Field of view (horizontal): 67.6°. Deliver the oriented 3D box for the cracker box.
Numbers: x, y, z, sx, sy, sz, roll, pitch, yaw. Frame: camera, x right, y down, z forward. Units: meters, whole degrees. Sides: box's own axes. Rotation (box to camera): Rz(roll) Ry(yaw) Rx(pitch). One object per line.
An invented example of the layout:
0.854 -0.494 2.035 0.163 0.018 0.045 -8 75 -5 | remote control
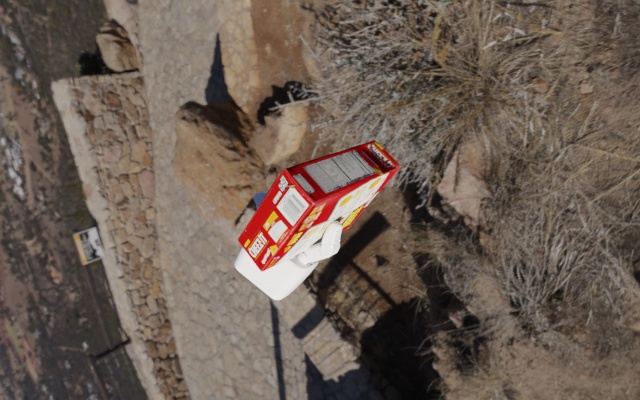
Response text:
0.000 0.003 0.714 0.213 0.072 0.164 -23 -22 -47 | cracker box
